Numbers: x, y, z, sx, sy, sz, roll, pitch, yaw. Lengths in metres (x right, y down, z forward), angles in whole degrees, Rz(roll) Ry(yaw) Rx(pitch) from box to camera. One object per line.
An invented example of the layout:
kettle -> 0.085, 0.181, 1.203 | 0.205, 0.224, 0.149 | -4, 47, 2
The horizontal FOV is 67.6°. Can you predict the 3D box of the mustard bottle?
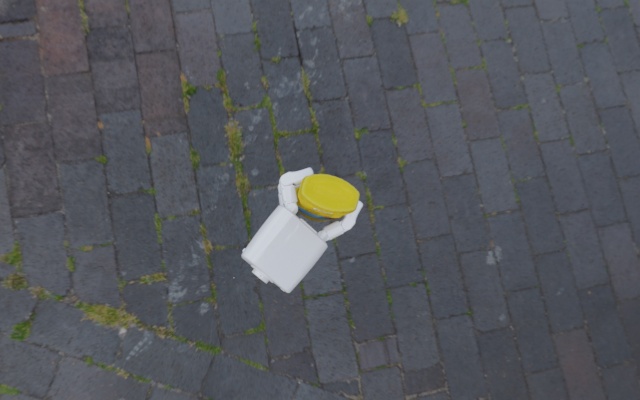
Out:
mustard bottle -> 0.000, 0.002, 0.841 | 0.096, 0.058, 0.191 | 15, -11, -7
